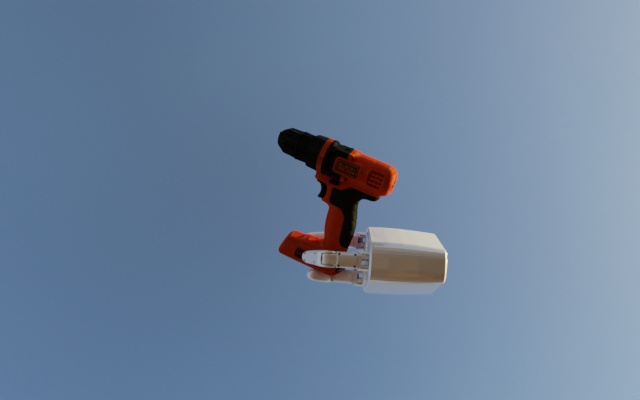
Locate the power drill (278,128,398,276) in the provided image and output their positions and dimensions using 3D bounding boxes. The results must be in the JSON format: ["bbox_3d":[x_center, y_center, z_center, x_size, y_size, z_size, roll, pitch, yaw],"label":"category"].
[{"bbox_3d":[0.000,0.003,0.704,0.184,0.188,0.057,24,20,15],"label":"power drill"}]
